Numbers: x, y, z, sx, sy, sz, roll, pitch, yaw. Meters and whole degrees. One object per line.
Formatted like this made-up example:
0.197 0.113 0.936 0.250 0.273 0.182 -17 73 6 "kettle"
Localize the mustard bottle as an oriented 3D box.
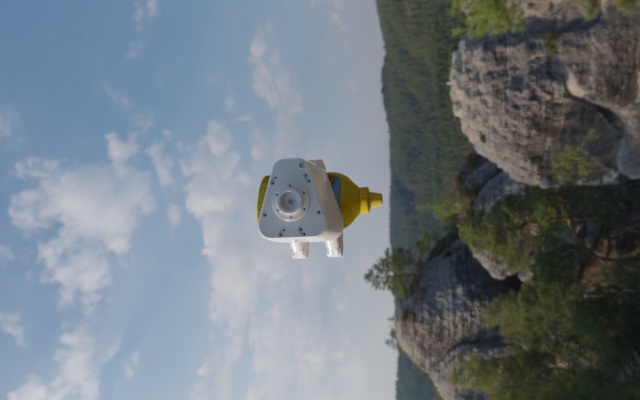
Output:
0.000 0.003 0.744 0.191 0.096 0.058 -3 -29 12 "mustard bottle"
